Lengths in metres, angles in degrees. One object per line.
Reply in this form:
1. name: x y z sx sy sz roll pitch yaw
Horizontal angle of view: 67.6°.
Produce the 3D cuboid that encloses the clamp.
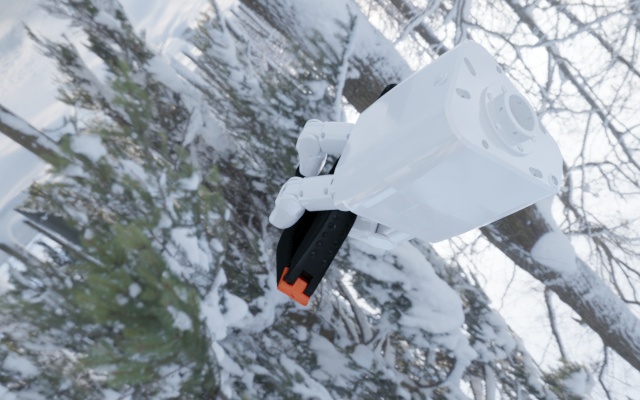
1. clamp: 0.001 0.002 0.435 0.036 0.209 0.165 35 -37 -17
